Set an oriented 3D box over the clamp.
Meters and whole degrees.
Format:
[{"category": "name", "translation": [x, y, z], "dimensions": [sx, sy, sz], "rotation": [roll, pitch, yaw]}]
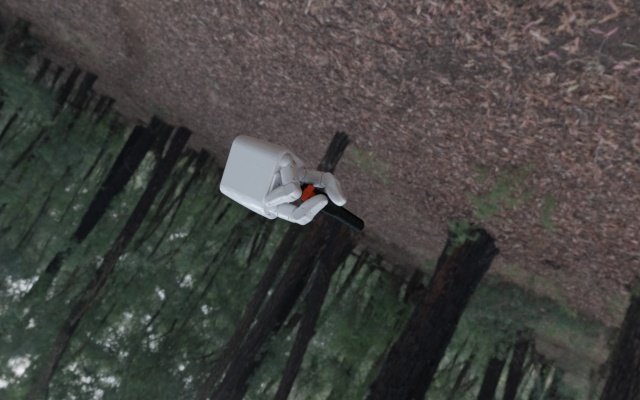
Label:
[{"category": "clamp", "translation": [0.000, 0.003, 0.828], "dimensions": [0.120, 0.039, 0.171], "rotation": [23, -8, 32]}]
